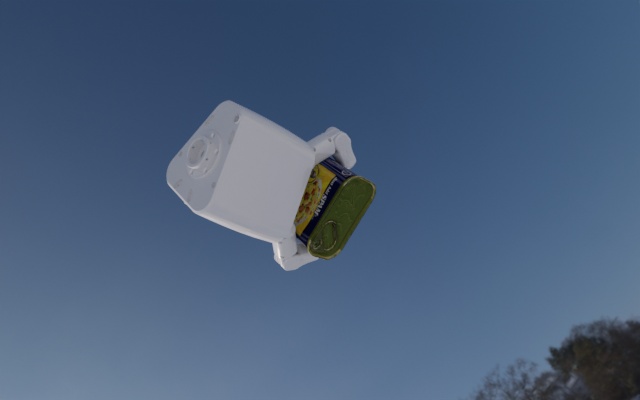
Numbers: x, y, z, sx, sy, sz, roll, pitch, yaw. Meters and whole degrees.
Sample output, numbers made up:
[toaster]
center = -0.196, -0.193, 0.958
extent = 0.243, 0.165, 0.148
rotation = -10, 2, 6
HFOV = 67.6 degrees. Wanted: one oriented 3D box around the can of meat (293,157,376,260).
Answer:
[can of meat]
center = 0.000, 0.002, 0.548
extent = 0.057, 0.102, 0.084
rotation = 22, 12, -48
